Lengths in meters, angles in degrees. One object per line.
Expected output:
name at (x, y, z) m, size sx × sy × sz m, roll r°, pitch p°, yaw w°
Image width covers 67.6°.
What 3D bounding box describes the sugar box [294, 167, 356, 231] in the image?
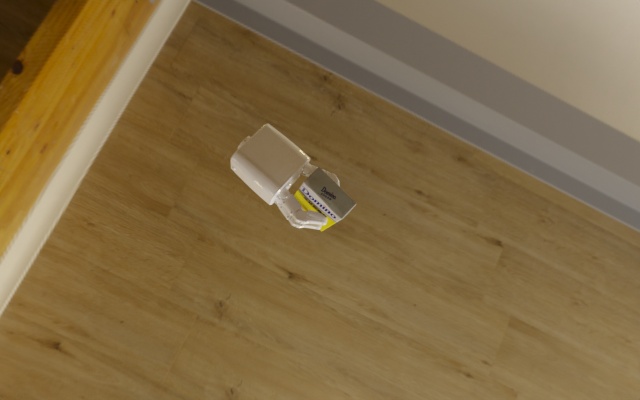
sugar box at (0.000, 0.003, 0.884) m, size 0.048 × 0.093 × 0.176 m, roll -46°, pitch 0°, yaw -13°
